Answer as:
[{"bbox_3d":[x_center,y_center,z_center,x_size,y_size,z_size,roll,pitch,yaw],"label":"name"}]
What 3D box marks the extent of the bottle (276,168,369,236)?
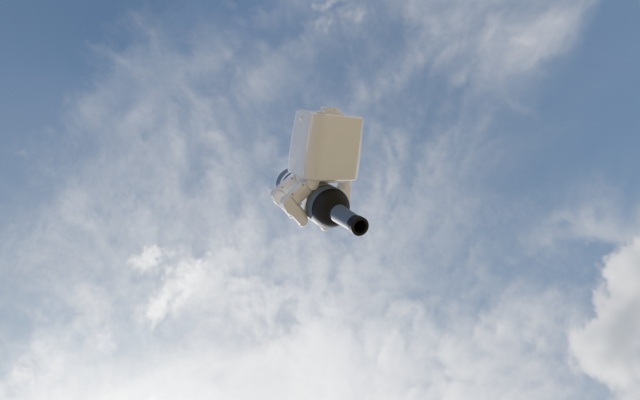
[{"bbox_3d":[0.000,0.003,0.789,0.069,0.069,0.295,0,13,-23],"label":"bottle"}]
